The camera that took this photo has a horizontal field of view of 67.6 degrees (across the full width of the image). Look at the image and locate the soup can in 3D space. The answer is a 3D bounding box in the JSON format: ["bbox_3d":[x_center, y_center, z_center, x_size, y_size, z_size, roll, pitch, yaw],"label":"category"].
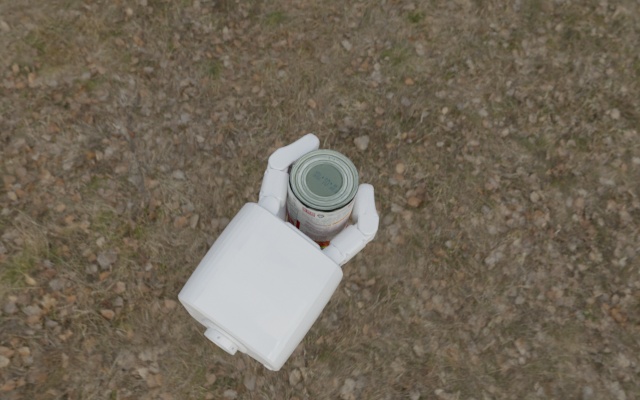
[{"bbox_3d":[0.000,0.001,0.489,0.068,0.068,0.102,0,-26,-4],"label":"soup can"}]
